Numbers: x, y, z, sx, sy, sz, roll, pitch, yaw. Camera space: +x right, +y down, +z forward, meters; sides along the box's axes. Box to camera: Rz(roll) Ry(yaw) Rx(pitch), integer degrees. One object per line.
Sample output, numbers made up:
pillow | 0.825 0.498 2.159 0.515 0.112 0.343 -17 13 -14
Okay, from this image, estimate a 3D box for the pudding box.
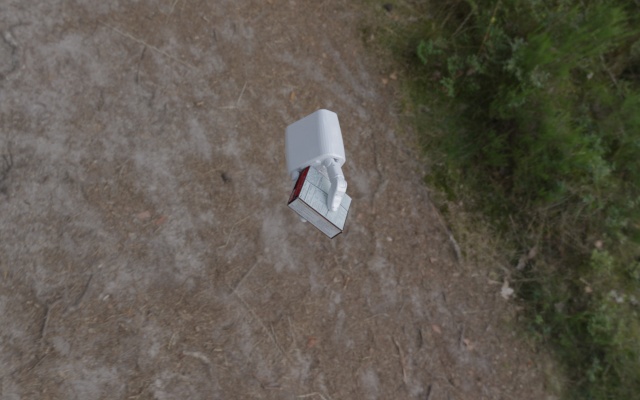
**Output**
pudding box | 0.000 0.003 0.882 0.113 0.090 0.039 37 -45 -18
